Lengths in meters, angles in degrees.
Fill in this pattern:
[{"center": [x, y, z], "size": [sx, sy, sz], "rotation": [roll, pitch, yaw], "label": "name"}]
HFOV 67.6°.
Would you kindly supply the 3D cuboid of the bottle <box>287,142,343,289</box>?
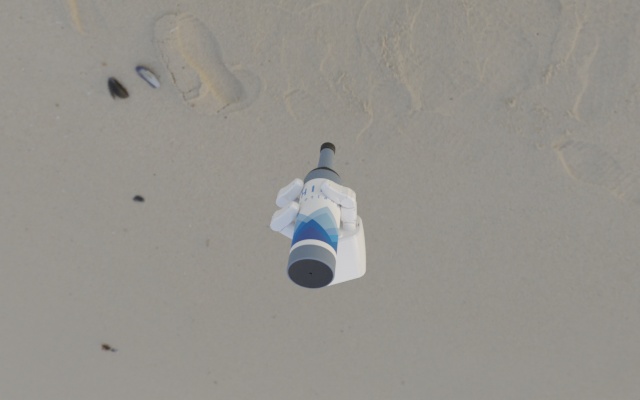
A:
[{"center": [0.000, 0.003, 0.758], "size": [0.069, 0.069, 0.295], "rotation": [0, 42, 7], "label": "bottle"}]
